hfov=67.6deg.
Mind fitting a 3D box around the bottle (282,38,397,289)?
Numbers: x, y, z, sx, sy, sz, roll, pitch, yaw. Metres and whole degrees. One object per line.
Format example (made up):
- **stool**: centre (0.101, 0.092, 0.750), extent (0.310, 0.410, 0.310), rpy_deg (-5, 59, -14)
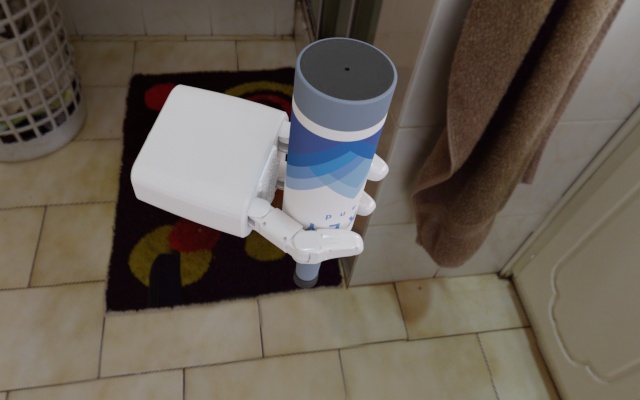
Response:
- **bottle**: centre (0.000, 0.001, 0.425), extent (0.069, 0.069, 0.296), rpy_deg (0, -36, -8)
